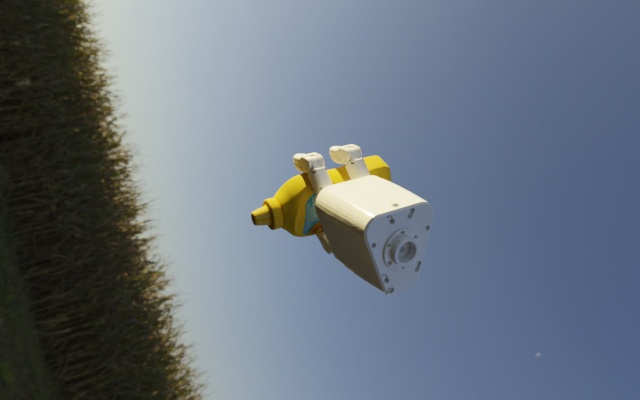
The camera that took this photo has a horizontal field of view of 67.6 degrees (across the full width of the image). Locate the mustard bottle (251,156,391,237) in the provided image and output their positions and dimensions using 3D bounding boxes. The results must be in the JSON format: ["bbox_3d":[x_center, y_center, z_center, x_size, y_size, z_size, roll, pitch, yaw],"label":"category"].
[{"bbox_3d":[0.000,0.002,0.641,0.191,0.096,0.058,-15,47,-24],"label":"mustard bottle"}]
